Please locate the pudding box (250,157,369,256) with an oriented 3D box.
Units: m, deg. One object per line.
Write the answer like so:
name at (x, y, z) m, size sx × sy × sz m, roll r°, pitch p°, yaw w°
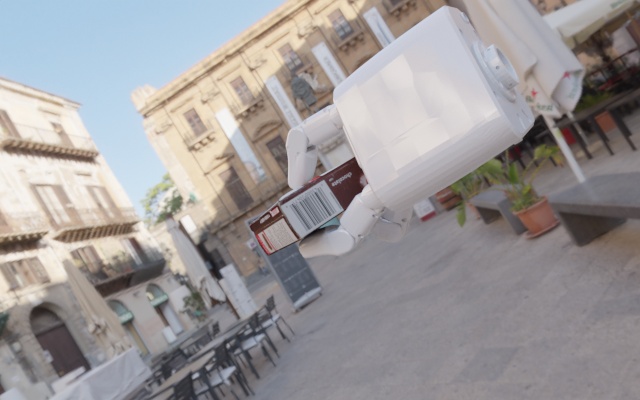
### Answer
pudding box at (0.000, 0.001, 0.433) m, size 0.113 × 0.039 × 0.090 m, roll -30°, pitch -2°, yaw -28°
